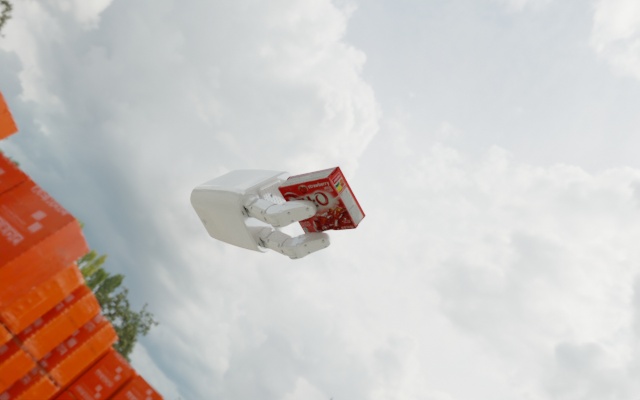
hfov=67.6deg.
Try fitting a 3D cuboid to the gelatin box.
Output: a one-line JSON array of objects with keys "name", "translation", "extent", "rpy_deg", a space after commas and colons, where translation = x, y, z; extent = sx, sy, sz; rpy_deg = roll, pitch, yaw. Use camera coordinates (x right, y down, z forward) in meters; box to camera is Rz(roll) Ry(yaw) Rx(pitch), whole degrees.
[{"name": "gelatin box", "translation": [0.001, 0.002, 0.581], "extent": [0.089, 0.073, 0.030], "rpy_deg": [-9, 29, 43]}]
